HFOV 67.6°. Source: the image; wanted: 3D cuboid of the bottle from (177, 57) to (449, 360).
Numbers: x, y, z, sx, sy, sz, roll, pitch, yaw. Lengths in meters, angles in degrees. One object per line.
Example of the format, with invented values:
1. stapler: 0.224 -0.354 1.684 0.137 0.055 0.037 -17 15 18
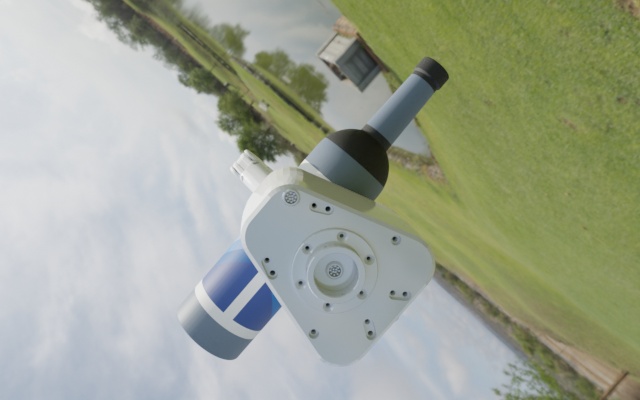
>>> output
1. bottle: 0.000 0.001 0.402 0.069 0.296 0.069 41 3 -2
